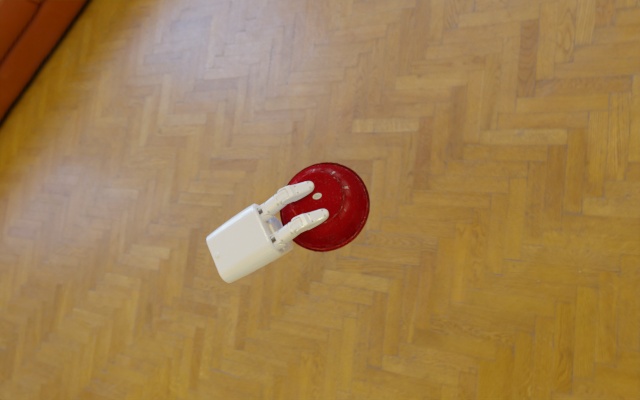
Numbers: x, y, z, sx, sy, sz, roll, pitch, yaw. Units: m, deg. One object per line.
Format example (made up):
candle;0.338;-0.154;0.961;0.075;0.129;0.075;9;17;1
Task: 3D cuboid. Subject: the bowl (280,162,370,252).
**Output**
bowl;0.001;0.002;0.805;0.162;0.162;0.055;0;-16;14
